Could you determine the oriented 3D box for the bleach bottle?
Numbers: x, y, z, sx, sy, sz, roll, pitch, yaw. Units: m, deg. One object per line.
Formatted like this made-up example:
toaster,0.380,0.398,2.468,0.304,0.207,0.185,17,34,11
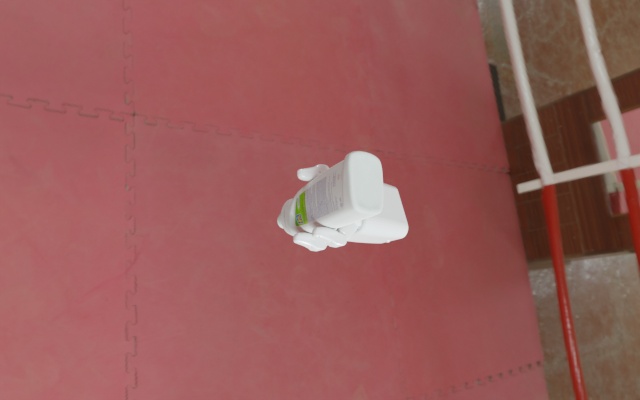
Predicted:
bleach bottle,0.000,0.003,0.809,0.068,0.102,0.251,9,-18,-33
